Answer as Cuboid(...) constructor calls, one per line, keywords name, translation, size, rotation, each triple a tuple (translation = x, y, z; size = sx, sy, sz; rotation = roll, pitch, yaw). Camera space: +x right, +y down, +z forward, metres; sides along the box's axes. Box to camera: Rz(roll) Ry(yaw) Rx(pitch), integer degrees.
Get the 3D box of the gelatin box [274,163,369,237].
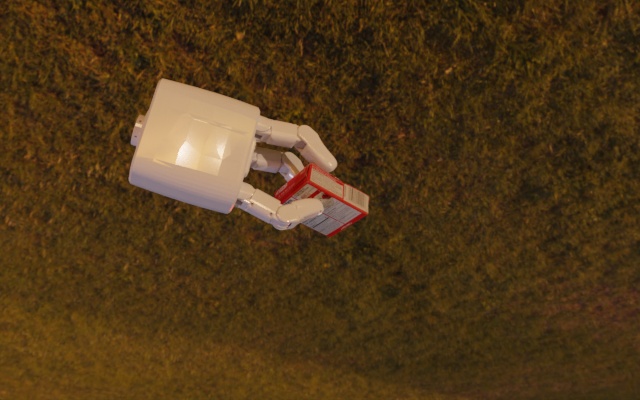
Cuboid(name="gelatin box", translation=(0.000, 0.002, 0.556), size=(0.089, 0.030, 0.073), rotation=(28, -41, -25))
